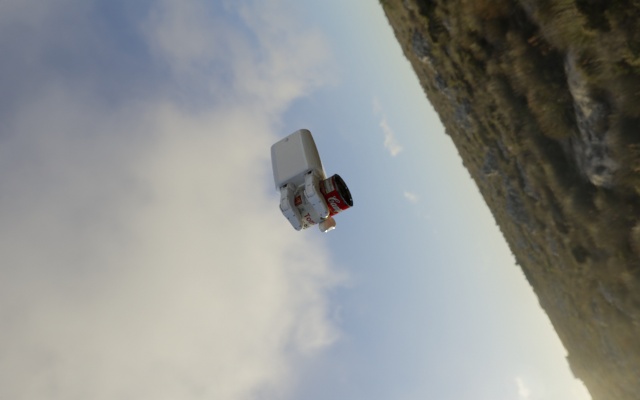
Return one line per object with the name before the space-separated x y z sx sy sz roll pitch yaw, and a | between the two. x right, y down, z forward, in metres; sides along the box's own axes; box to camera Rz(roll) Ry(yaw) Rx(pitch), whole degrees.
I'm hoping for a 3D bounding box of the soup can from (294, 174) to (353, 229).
soup can | 0.000 0.003 0.883 0.102 0.068 0.068 -27 -9 17
